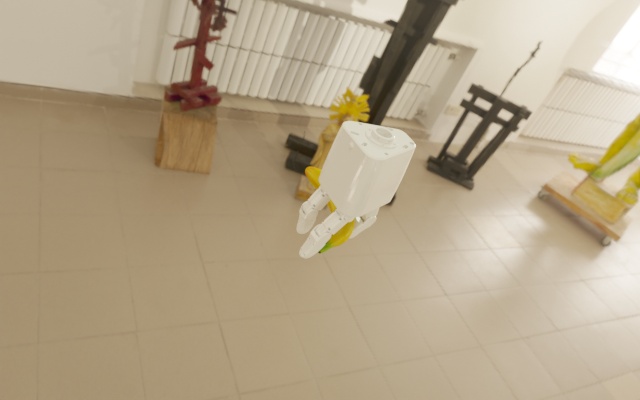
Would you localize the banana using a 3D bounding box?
[{"bbox_3d":[0.019,0.007,0.798,0.069,0.037,0.197,6,41,-15],"label":"banana"}]
